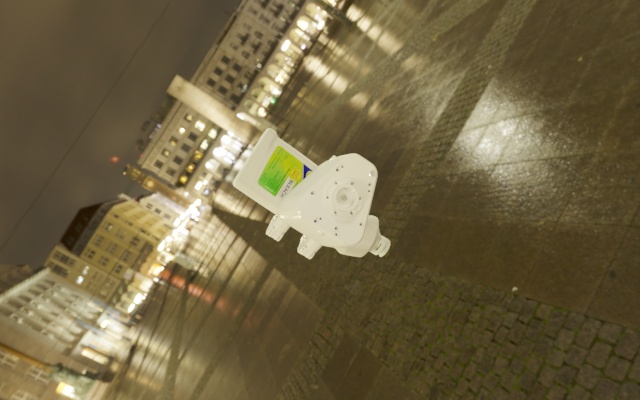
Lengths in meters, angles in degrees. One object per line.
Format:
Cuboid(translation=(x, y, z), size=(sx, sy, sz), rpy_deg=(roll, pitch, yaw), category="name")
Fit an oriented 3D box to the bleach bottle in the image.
Cuboid(translation=(0.000, 0.002, 0.717), size=(0.251, 0.102, 0.068), rpy_deg=(32, -12, -11), category="bleach bottle")
